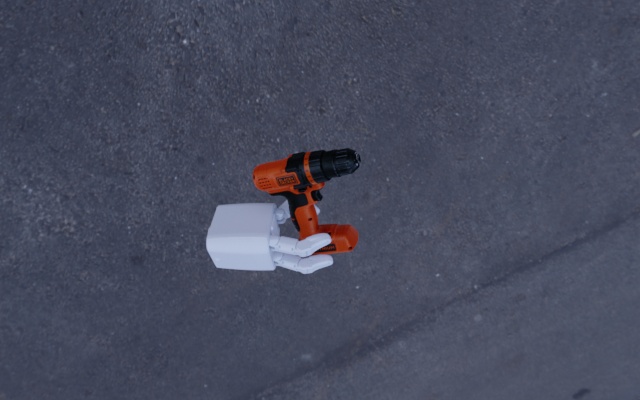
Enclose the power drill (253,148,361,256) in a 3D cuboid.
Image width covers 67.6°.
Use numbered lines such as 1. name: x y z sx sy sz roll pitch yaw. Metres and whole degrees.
1. power drill: 0.000 0.003 0.795 0.184 0.188 0.057 -8 33 25
